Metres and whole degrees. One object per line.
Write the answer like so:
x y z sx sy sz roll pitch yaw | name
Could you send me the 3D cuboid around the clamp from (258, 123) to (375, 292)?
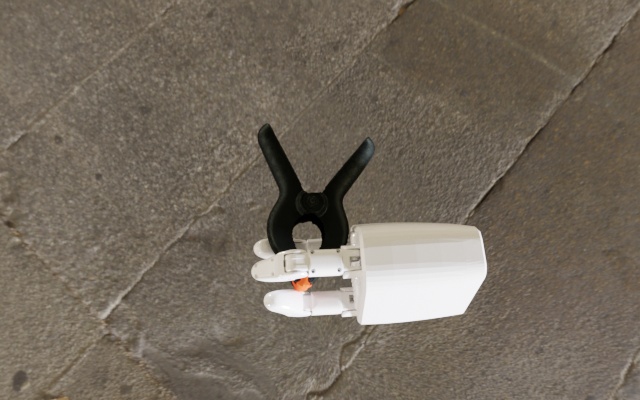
0.000 0.001 0.469 0.120 0.171 0.039 -3 -17 -2 | clamp
